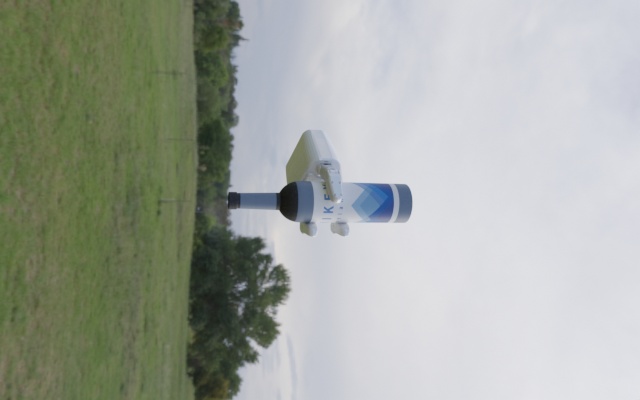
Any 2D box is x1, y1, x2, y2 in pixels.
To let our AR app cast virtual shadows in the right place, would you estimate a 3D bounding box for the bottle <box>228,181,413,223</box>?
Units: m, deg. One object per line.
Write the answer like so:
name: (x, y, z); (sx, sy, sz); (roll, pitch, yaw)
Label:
bottle: (0.000, 0.003, 0.775); (0.296, 0.069, 0.069); (1, 0, -14)
